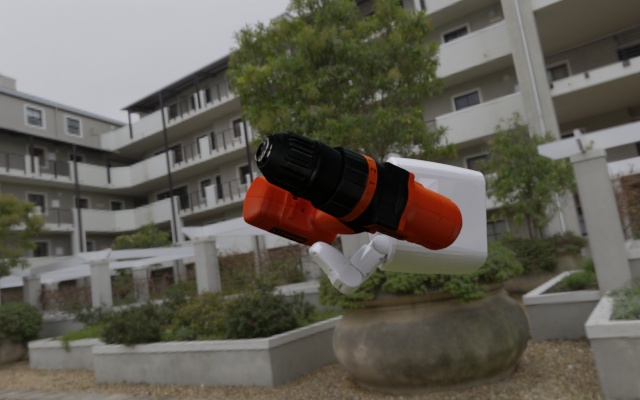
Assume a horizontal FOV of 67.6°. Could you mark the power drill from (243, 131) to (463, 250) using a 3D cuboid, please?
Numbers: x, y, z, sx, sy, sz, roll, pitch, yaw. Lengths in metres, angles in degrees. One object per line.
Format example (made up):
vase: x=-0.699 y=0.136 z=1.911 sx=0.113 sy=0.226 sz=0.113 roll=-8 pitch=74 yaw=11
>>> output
power drill: x=0.000 y=0.001 z=0.424 sx=0.184 sy=0.057 sz=0.187 roll=23 pitch=-15 yaw=-27
